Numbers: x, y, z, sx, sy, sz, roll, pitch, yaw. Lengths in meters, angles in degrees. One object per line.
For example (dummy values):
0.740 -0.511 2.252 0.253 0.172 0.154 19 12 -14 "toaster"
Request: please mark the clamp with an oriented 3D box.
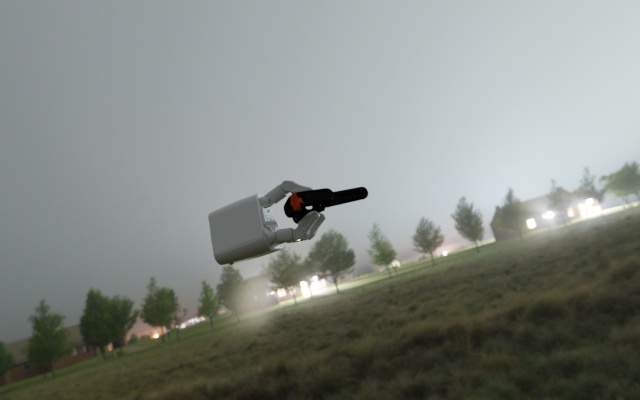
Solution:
0.000 0.002 0.873 0.164 0.036 0.210 -22 -10 10 "clamp"
